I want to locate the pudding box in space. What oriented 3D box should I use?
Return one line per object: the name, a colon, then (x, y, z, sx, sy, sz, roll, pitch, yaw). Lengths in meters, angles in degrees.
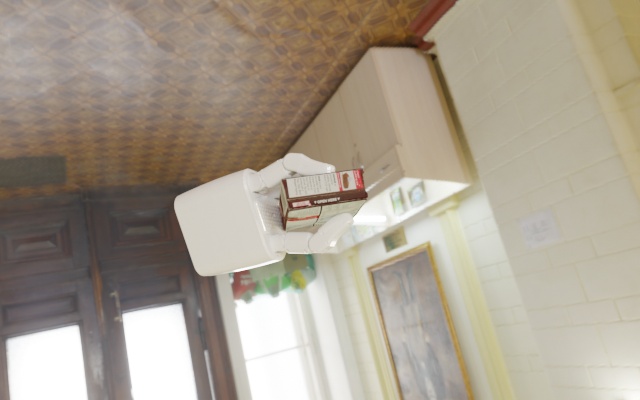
pudding box: (0.000, 0.002, 0.550, 0.090, 0.039, 0.113, -9, -12, -8)
